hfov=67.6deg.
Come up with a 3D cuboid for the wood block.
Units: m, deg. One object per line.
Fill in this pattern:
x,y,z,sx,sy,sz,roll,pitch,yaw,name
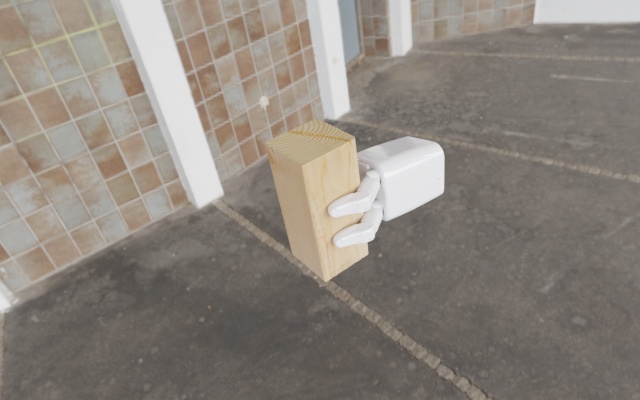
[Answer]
0.000,0.002,0.687,0.090,0.206,0.090,-30,40,-24,wood block
